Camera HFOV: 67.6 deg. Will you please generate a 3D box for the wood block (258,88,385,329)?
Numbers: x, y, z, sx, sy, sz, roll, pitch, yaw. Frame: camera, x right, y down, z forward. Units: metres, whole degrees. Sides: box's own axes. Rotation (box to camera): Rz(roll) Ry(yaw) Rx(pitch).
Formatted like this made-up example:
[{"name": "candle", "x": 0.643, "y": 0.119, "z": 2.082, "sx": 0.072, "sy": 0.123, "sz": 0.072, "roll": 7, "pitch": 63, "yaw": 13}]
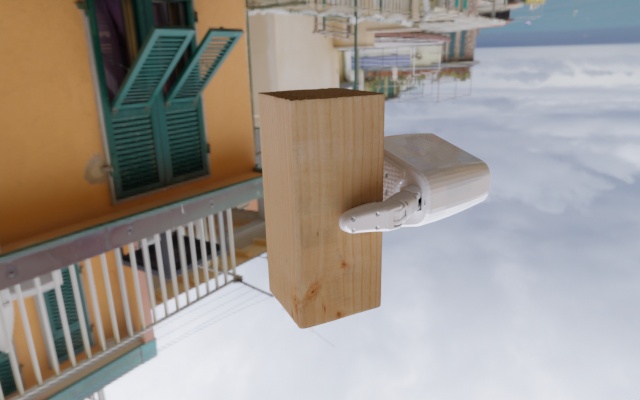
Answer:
[{"name": "wood block", "x": 0.001, "y": 0.002, "z": 0.458, "sx": 0.090, "sy": 0.206, "sz": 0.090, "roll": -10, "pitch": 19, "yaw": -24}]
